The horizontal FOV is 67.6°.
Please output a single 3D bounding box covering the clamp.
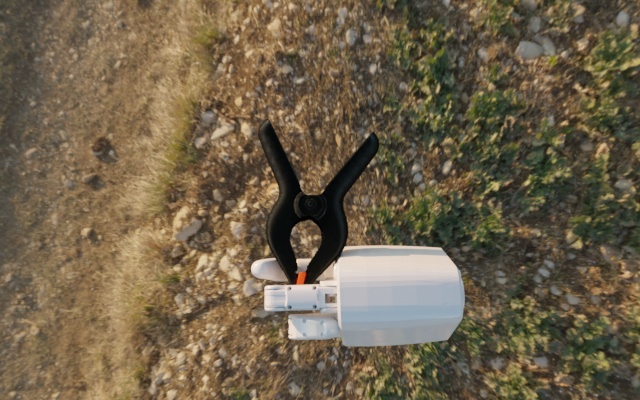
[{"bbox_3d":[0.000,0.002,0.464,0.120,0.171,0.039,-2,-9,4],"label":"clamp"}]
